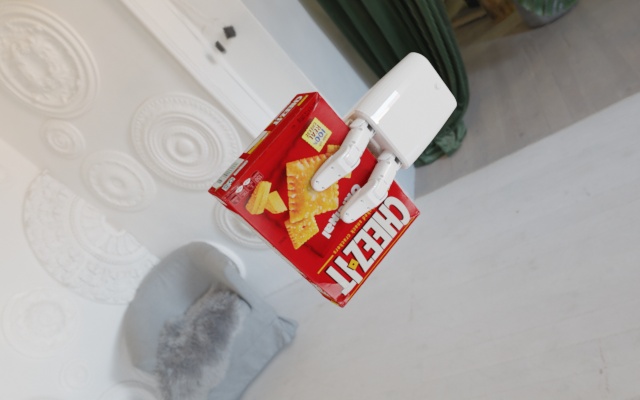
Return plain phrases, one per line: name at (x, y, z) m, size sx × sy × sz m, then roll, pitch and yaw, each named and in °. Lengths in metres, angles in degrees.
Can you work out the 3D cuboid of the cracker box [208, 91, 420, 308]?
cracker box at (0.000, 0.002, 0.584) m, size 0.214 × 0.164 × 0.072 m, roll 46°, pitch -11°, yaw -24°
